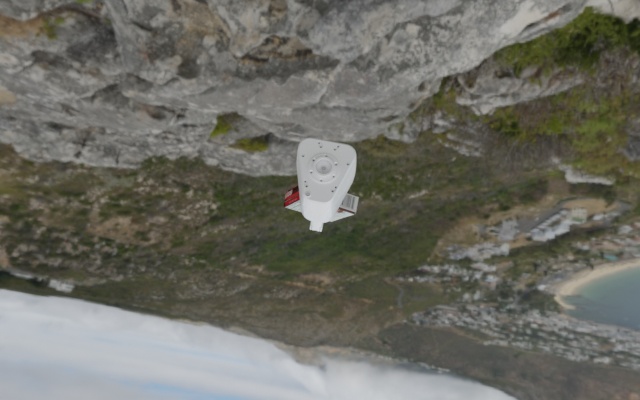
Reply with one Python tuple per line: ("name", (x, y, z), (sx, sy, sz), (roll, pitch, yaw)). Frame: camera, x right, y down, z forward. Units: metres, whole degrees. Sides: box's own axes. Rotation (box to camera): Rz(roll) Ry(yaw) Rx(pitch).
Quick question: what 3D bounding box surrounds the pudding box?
("pudding box", (0.000, 0.003, 0.891), (0.113, 0.039, 0.090), (20, -20, -24))
